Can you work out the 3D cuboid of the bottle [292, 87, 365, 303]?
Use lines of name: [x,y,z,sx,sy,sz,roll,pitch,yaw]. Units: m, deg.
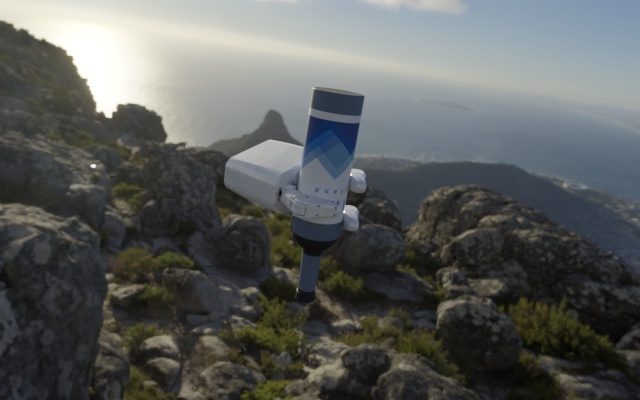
bottle: [0.000,0.002,0.641,0.069,0.296,0.069,8,17,-3]
